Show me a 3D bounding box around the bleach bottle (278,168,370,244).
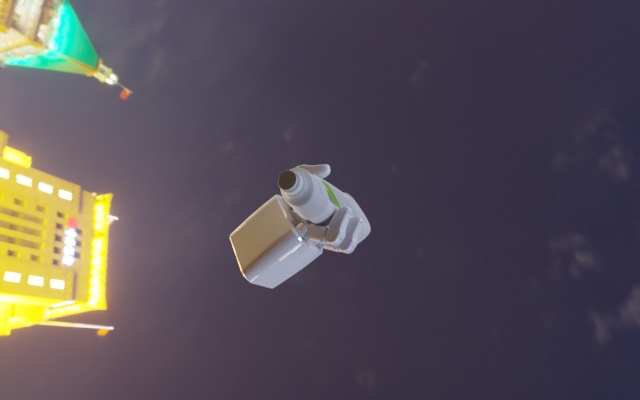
[{"bbox_3d":[0.000,0.003,0.749,0.068,0.102,0.251,-39,-28,8],"label":"bleach bottle"}]
